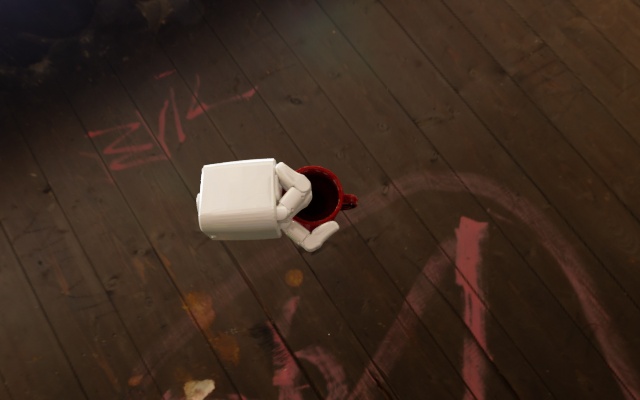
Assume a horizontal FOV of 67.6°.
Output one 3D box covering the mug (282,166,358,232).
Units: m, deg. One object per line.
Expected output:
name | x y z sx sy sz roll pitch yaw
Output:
mug | 0.002 0.002 0.754 0.117 0.093 0.081 -2 -16 -1
